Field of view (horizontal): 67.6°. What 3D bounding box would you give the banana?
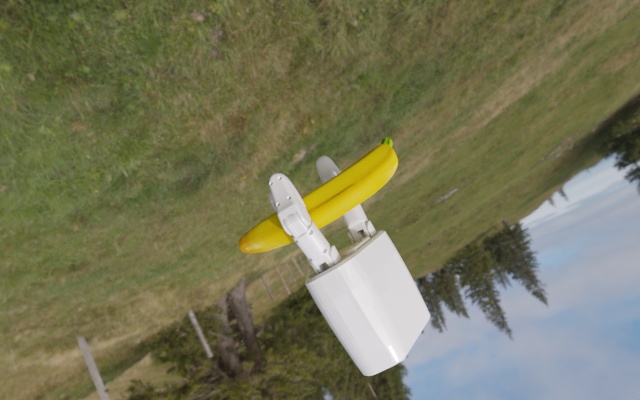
[{"bbox_3d":[0.006,0.000,0.475,0.198,0.037,0.069,-33,7,-7],"label":"banana"}]
